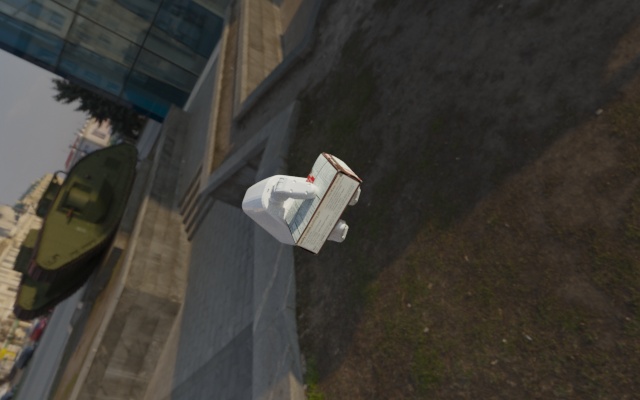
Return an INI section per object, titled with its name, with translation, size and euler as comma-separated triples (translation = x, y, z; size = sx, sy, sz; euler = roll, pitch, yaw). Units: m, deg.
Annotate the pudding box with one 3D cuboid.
[pudding box]
translation = 0.000, 0.002, 0.621
size = 0.039, 0.113, 0.090
euler = 24, 13, -22
